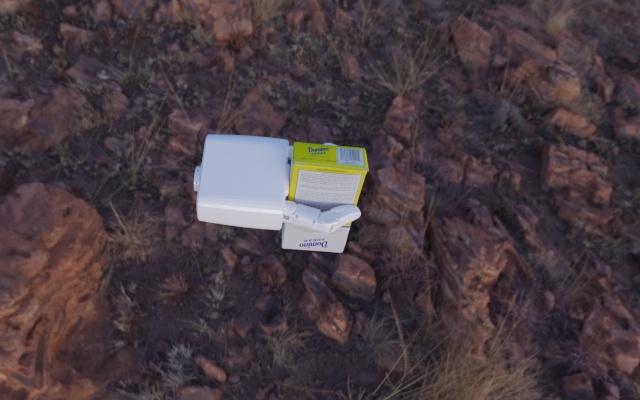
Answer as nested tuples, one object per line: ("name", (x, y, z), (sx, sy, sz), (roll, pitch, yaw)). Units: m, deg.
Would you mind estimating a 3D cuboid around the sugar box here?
("sugar box", (0.000, 0.002, 0.644), (0.093, 0.048, 0.176), (5, -39, -7))
